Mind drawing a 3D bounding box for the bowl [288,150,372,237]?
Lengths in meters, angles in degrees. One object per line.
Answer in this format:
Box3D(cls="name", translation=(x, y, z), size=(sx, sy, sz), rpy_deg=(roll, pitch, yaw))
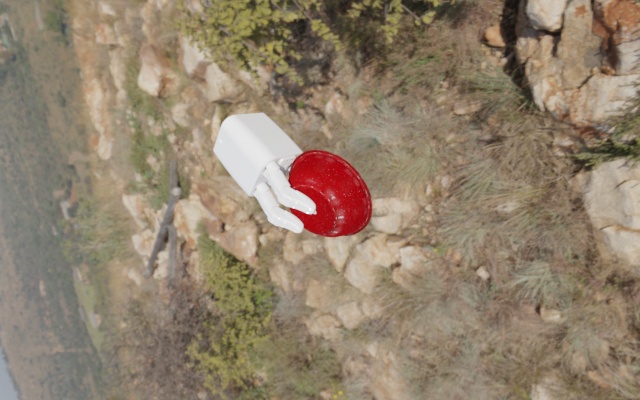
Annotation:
Box3D(cls="bowl", translation=(0.001, 0.003, 0.766), size=(0.162, 0.162, 0.055), rpy_deg=(0, 30, 39))
